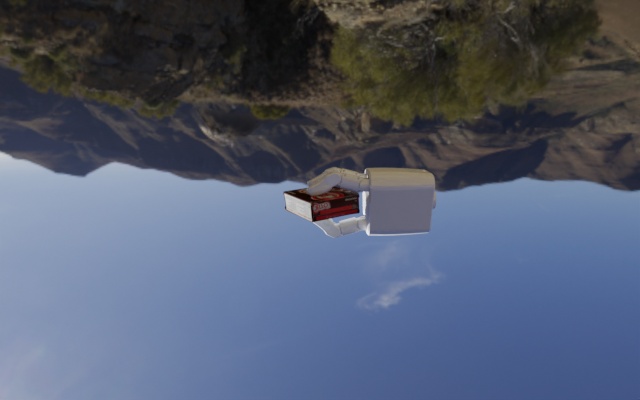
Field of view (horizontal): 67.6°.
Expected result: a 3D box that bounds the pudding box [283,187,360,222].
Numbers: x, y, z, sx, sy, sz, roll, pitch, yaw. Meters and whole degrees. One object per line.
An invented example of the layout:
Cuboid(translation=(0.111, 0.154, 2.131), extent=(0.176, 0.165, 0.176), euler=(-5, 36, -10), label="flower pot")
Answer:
Cuboid(translation=(0.000, 0.003, 0.807), extent=(0.090, 0.039, 0.113), euler=(-9, 12, -27), label="pudding box")
